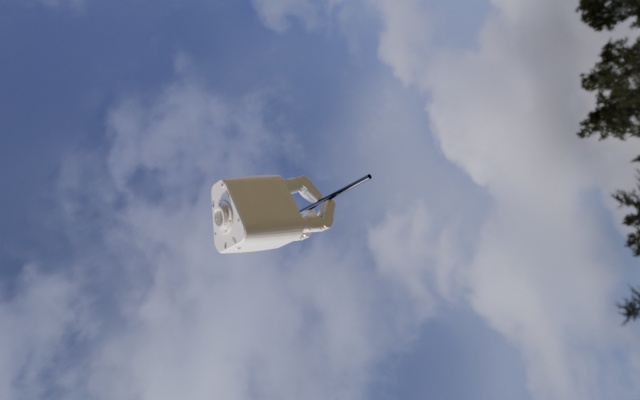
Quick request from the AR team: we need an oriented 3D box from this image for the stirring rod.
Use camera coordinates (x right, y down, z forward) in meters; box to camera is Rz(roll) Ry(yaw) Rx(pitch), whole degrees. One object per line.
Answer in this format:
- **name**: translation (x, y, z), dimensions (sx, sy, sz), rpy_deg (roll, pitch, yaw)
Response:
- **stirring rod**: translation (0.000, 0.003, 0.807), dimensions (0.011, 0.011, 0.239), rpy_deg (0, -19, -41)
